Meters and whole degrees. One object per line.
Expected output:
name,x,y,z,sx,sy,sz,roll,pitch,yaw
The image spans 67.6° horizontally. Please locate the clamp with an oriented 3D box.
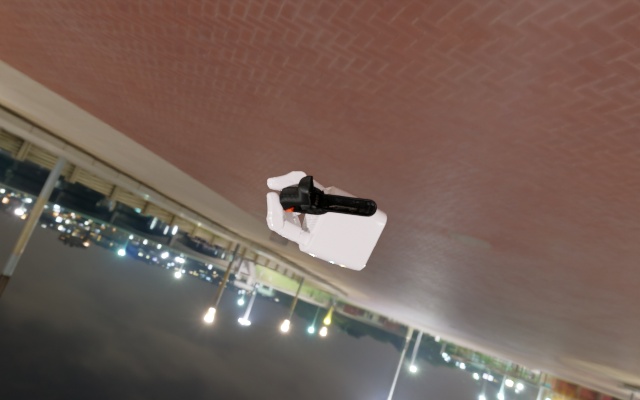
clamp,0.000,0.003,0.693,0.120,0.039,0.171,24,-12,-18
